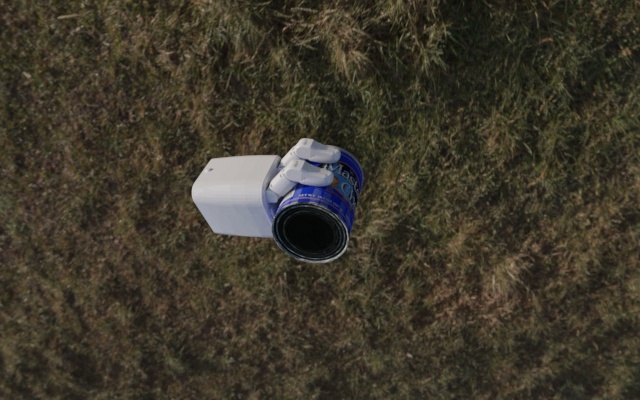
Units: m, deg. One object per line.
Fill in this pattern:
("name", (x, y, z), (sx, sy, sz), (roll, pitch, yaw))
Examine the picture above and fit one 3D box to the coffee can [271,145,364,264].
("coffee can", (0.000, 0.002, 0.663), (0.103, 0.103, 0.140), (0, 36, 14))
